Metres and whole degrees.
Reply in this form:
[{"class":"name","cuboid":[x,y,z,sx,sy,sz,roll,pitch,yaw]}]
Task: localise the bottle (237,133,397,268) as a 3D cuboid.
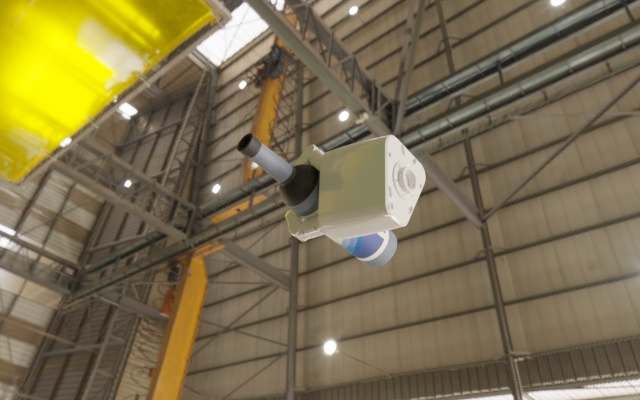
[{"class":"bottle","cuboid":[0.000,0.002,0.675,0.069,0.069,0.296,0,-30,48]}]
